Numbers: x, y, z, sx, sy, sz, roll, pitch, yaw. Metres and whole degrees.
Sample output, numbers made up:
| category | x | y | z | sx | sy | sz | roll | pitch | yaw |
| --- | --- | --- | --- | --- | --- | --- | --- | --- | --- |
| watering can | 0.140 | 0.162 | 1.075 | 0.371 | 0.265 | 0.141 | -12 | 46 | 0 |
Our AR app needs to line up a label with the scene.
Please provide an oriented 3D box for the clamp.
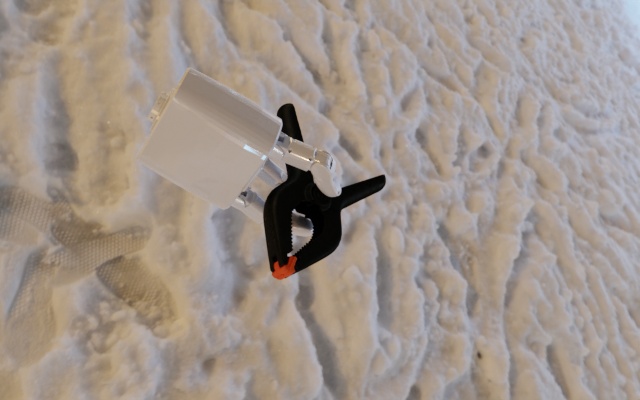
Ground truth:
| category | x | y | z | sx | sy | sz | roll | pitch | yaw |
| --- | --- | --- | --- | --- | --- | --- | --- | --- | --- |
| clamp | 0.000 | 0.002 | 0.540 | 0.164 | 0.209 | 0.036 | 29 | -39 | -20 |
